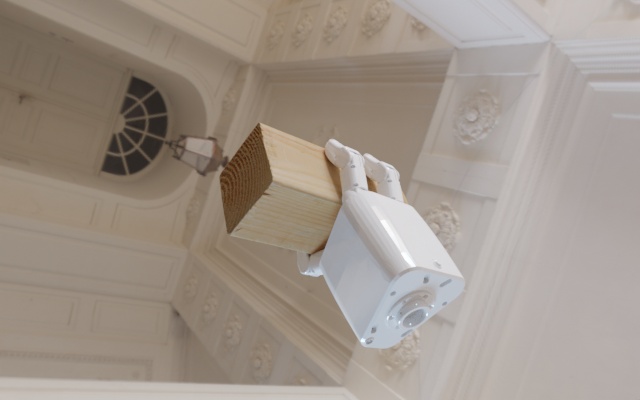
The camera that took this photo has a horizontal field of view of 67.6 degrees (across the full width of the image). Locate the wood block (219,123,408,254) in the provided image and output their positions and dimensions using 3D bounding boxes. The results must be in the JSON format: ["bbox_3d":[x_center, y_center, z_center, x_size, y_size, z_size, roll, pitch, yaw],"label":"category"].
[{"bbox_3d":[0.000,0.002,0.549,0.206,0.090,0.091,18,-51,-36],"label":"wood block"}]
